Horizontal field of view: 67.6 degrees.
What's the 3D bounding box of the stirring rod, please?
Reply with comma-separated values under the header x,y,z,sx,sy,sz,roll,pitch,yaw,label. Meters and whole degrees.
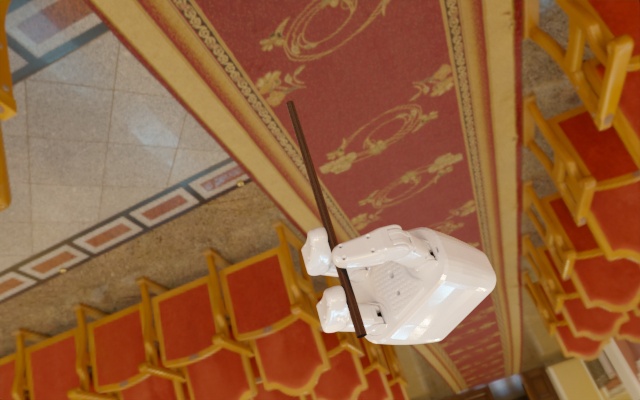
x,y,z,sx,sy,sz,roll,pitch,yaw,label
0.000,0.001,0.412,0.011,0.239,0.011,-12,-32,-8,stirring rod
